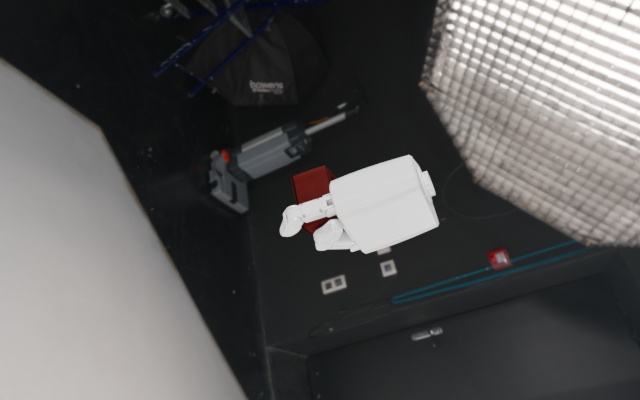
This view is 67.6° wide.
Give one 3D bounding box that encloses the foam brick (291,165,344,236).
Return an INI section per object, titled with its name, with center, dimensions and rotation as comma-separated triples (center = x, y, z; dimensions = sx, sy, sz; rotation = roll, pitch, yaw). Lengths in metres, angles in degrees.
[foam brick]
center = 0.000, 0.002, 0.640
dimensions = 0.051, 0.078, 0.053
rotation = -21, -27, 16
